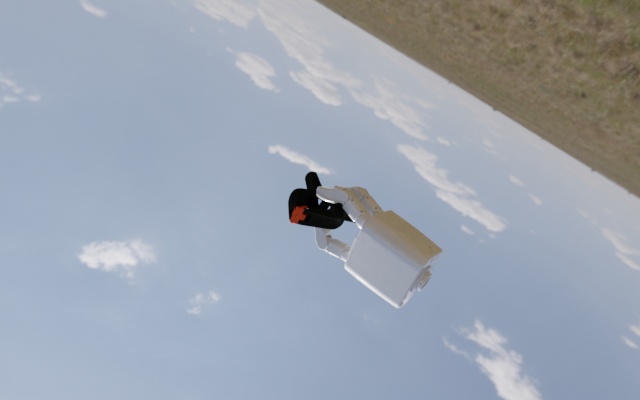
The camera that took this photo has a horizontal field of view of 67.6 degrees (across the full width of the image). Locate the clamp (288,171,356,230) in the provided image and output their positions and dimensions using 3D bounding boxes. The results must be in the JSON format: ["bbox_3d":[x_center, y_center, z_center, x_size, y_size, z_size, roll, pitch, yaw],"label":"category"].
[{"bbox_3d":[0.000,0.003,0.782,0.164,0.036,0.210,34,20,23],"label":"clamp"}]
